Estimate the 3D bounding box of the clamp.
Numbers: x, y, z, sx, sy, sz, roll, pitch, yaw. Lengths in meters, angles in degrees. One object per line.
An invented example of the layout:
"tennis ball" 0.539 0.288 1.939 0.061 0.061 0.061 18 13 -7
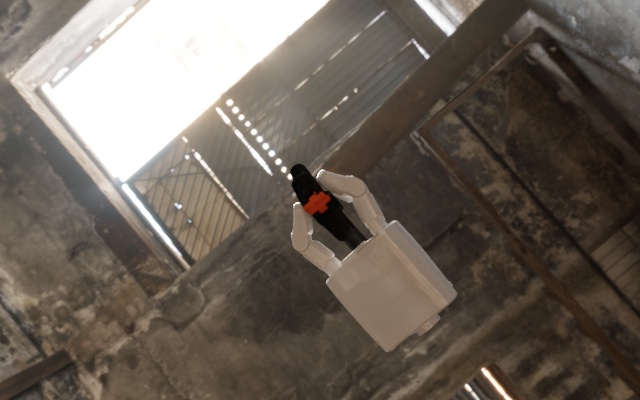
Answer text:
"clamp" 0.000 0.003 0.589 0.036 0.164 0.210 -41 -13 2
